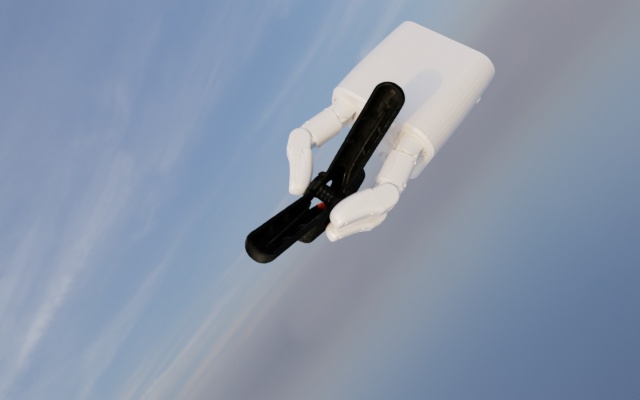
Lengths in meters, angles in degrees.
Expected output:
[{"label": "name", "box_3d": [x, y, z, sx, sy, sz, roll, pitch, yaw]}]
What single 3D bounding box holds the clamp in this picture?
[{"label": "clamp", "box_3d": [0.000, 0.001, 0.425, 0.036, 0.164, 0.210, 40, -14, 8]}]
